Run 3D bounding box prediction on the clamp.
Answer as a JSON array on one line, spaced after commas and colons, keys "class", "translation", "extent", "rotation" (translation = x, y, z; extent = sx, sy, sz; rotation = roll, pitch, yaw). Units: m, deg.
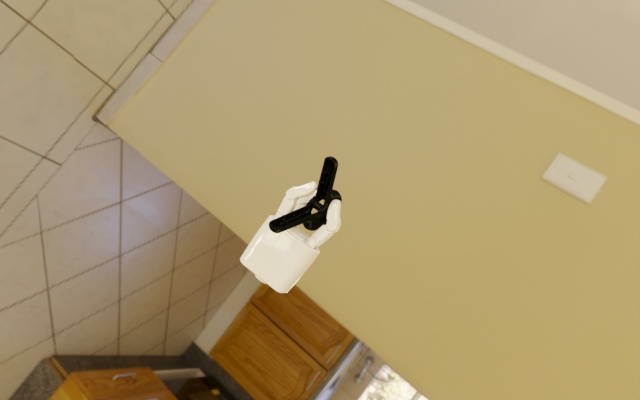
[{"class": "clamp", "translation": [0.001, 0.004, 0.894], "extent": [0.036, 0.164, 0.210], "rotation": [42, 7, 21]}]
